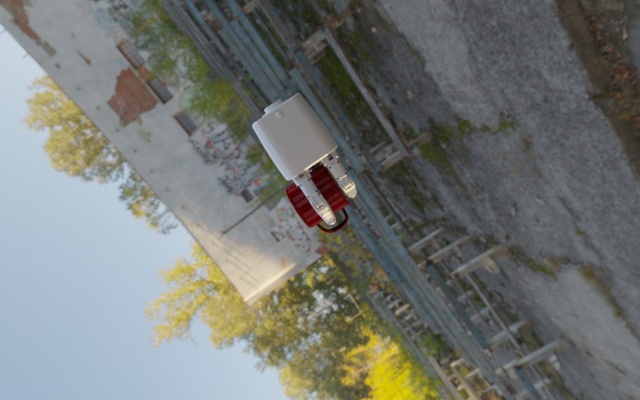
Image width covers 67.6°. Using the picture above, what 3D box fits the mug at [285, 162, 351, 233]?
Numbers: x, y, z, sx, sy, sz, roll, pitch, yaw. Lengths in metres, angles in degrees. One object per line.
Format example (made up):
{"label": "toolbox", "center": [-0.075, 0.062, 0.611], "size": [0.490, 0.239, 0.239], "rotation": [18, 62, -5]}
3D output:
{"label": "mug", "center": [0.001, 0.004, 0.821], "size": [0.081, 0.117, 0.093], "rotation": [-33, 8, 3]}
